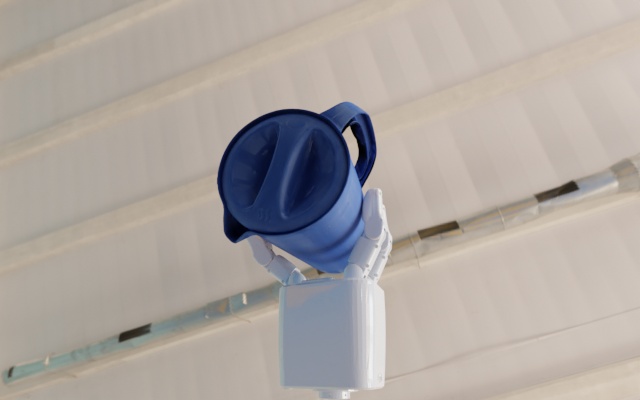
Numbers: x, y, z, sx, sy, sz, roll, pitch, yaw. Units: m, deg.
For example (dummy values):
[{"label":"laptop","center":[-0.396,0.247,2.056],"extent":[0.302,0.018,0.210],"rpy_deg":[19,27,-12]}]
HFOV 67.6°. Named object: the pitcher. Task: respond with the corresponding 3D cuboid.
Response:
[{"label":"pitcher","center":[0.000,0.002,0.555],"extent":[0.149,0.145,0.243],"rpy_deg":[-7,-21,14]}]
